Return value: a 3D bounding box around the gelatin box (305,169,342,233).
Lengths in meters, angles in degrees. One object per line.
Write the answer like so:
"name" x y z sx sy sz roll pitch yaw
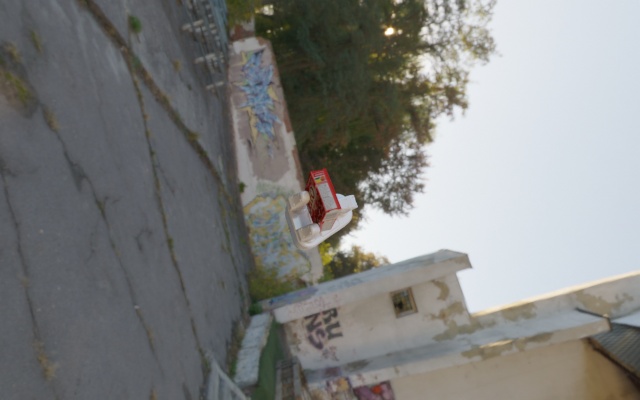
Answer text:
"gelatin box" 0.001 0.002 0.763 0.030 0.073 0.089 -14 -21 -17
